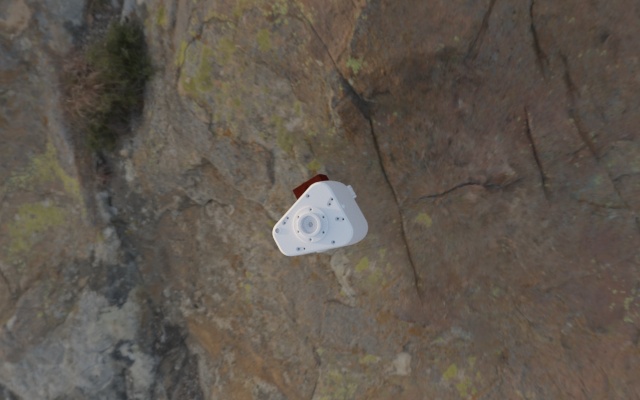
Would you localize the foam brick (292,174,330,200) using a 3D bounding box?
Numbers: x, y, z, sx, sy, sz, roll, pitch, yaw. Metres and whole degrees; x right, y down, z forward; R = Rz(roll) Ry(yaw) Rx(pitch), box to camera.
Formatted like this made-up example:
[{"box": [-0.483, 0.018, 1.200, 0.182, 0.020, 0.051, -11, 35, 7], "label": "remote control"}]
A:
[{"box": [0.000, 0.002, 0.770, 0.053, 0.078, 0.051, -31, -7, 13], "label": "foam brick"}]
